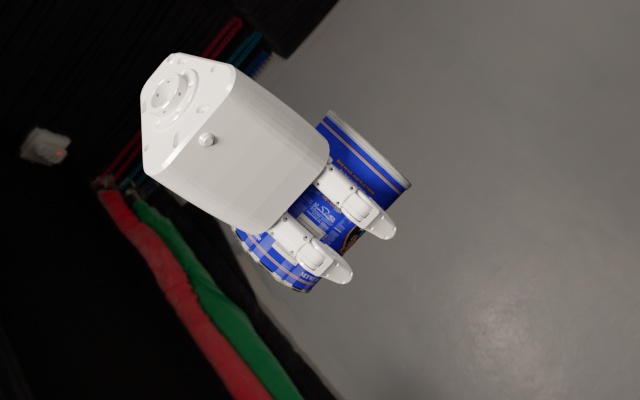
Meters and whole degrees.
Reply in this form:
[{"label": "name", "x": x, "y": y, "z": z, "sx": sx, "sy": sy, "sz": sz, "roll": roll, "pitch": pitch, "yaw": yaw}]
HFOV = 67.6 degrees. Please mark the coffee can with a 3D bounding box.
[{"label": "coffee can", "x": 0.000, "y": 0.001, "z": 0.450, "sx": 0.103, "sy": 0.140, "sz": 0.103, "roll": 42, "pitch": 7, "yaw": -7}]
